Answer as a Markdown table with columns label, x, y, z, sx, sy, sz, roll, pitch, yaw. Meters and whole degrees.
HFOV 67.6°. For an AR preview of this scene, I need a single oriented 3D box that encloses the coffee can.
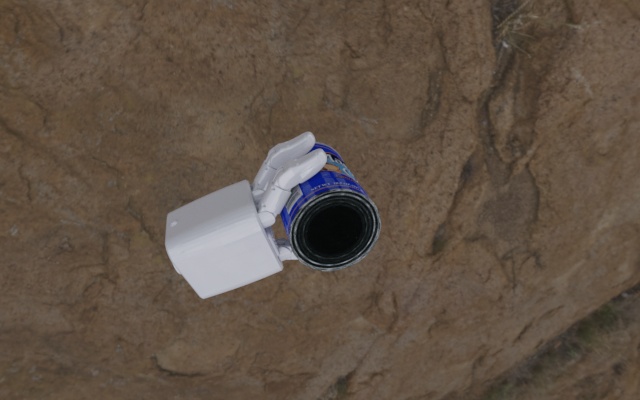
| label | x | y | z | sx | sy | sz | roll | pitch | yaw |
| --- | --- | --- | --- | --- | --- | --- | --- | --- | --- |
| coffee can | 0.000 | 0.002 | 0.569 | 0.103 | 0.103 | 0.140 | 0 | 27 | -16 |
